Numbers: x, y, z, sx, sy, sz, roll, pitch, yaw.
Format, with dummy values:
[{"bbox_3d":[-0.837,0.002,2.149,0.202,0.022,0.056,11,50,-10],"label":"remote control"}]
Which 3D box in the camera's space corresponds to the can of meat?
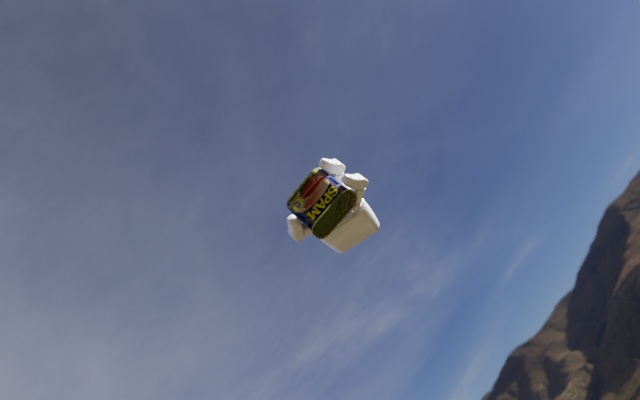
[{"bbox_3d":[0.000,0.003,0.850,0.084,0.102,0.057,41,0,34],"label":"can of meat"}]
